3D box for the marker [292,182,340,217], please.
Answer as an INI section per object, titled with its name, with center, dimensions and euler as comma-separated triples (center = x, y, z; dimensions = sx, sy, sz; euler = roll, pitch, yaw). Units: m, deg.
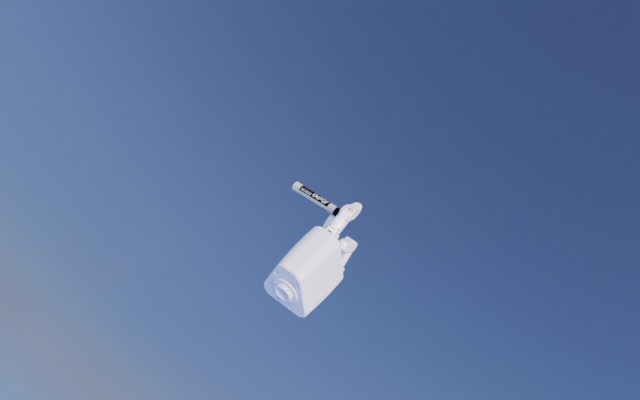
[marker]
center = 0.000, 0.003, 0.866
dimensions = 0.121, 0.020, 0.020
euler = 32, 12, 20
